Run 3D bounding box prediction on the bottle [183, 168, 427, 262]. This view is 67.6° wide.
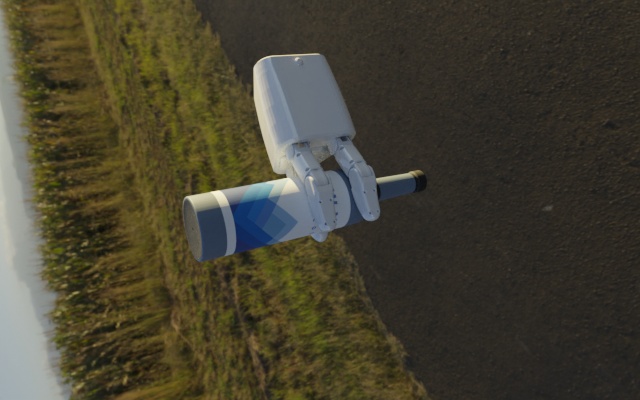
[{"bbox_3d":[0.000,0.002,0.541,0.295,0.069,0.069,-12,6,-28],"label":"bottle"}]
